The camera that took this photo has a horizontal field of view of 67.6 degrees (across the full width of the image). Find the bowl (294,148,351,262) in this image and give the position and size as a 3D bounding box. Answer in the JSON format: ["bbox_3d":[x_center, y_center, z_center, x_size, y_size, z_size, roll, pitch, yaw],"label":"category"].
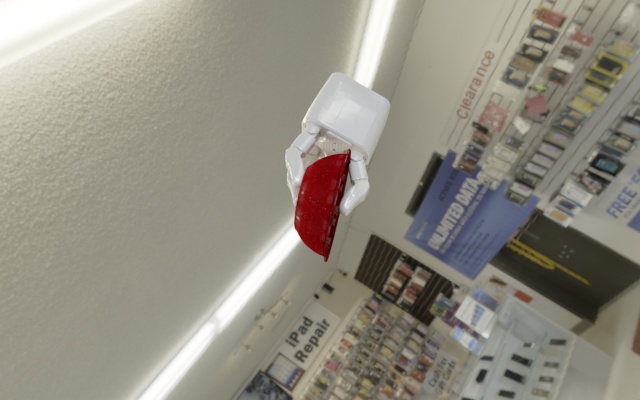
[{"bbox_3d":[-0.001,0.003,0.668,0.055,0.162,0.162,12,1,5],"label":"bowl"}]
